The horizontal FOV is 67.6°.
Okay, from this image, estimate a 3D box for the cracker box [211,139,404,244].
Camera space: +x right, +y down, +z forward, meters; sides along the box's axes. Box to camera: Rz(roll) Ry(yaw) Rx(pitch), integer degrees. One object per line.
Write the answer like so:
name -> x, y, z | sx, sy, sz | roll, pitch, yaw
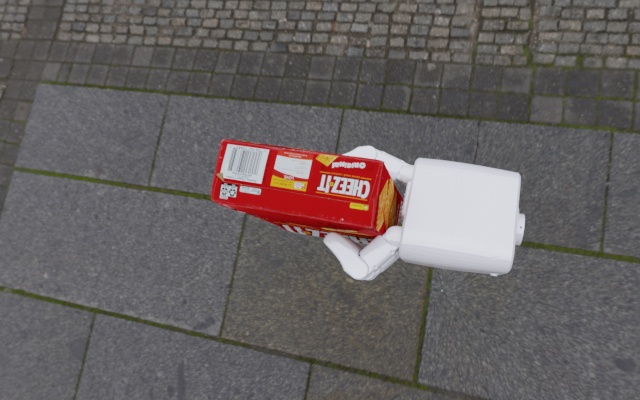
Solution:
cracker box -> 0.000, 0.002, 0.538 | 0.164, 0.072, 0.214 | 9, -8, 16
